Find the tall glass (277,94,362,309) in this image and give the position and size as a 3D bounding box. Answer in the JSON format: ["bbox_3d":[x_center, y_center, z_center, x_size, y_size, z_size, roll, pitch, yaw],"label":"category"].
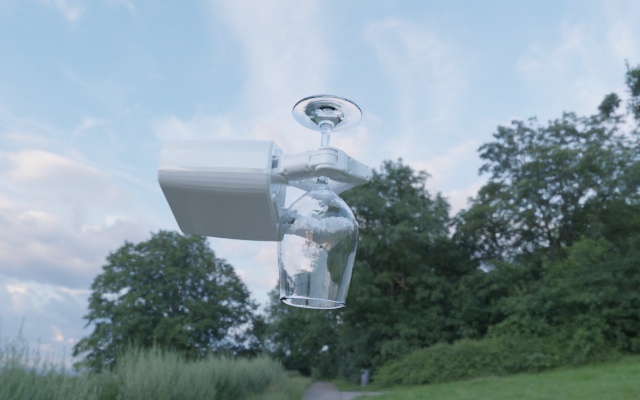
[{"bbox_3d":[0.000,0.001,0.470,0.079,0.201,0.079,3,-20,1],"label":"tall glass"}]
